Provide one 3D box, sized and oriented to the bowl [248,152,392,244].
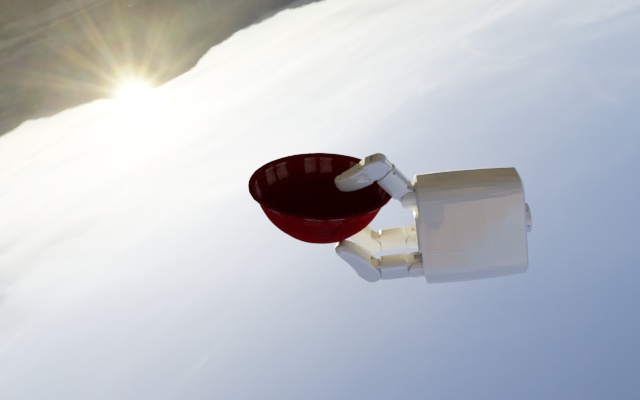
[{"bbox_3d":[-0.001,0.002,0.541,0.162,0.055,0.162,2,29,-1],"label":"bowl"}]
